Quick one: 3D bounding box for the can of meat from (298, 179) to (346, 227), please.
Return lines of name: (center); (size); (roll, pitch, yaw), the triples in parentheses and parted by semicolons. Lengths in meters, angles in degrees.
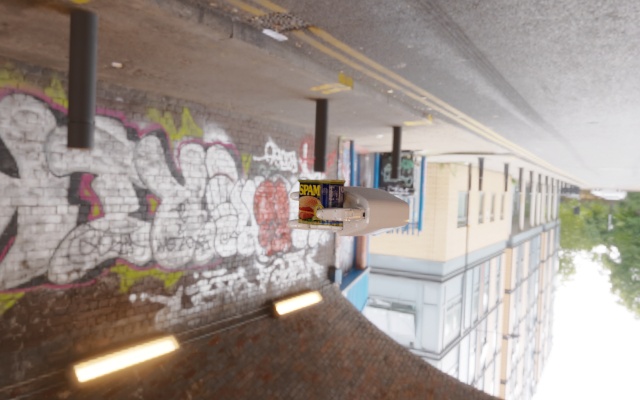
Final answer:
can of meat: (0.000, 0.003, 0.888); (0.057, 0.084, 0.102); (0, 2, -35)
